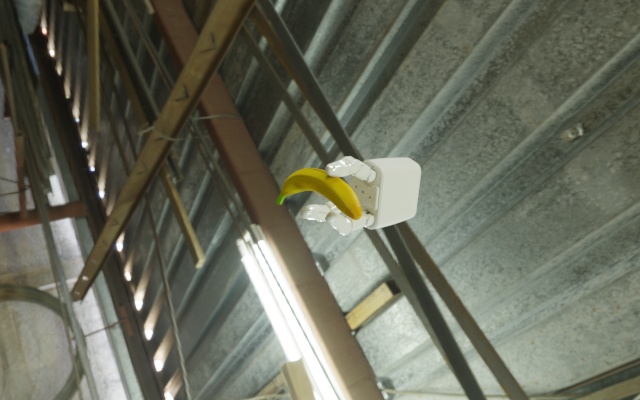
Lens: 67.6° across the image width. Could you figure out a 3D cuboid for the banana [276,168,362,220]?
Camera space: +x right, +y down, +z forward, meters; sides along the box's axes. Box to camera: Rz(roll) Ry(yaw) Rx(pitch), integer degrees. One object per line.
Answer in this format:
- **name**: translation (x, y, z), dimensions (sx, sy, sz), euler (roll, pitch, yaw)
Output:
- **banana**: translation (-0.002, -0.016, 0.767), dimensions (0.037, 0.069, 0.198), euler (-5, 10, -40)
